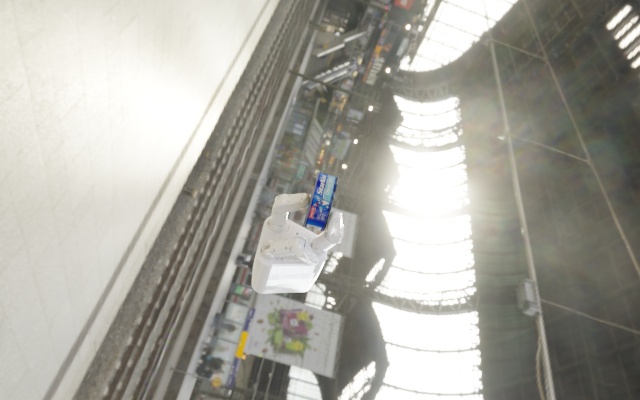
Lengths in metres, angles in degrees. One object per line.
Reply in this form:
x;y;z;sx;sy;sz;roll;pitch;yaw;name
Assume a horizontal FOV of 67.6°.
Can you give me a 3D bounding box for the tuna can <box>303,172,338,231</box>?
0.001;0.002;0.715;0.034;0.086;0.086;15;0;-1;tuna can
